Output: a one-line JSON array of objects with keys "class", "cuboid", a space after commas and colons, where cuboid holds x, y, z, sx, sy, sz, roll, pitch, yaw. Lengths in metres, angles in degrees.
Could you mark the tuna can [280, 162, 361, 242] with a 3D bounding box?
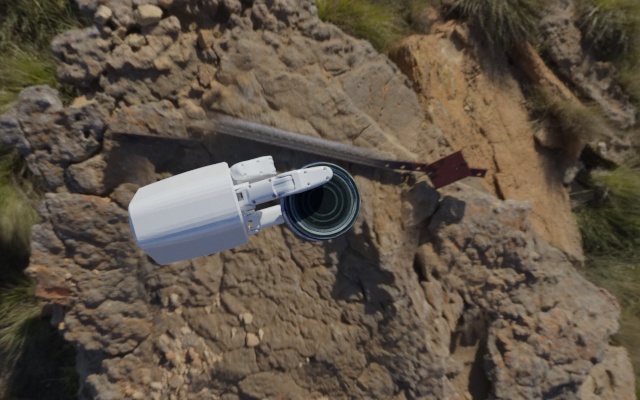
[{"class": "tuna can", "cuboid": [0.000, 0.002, 0.522, 0.086, 0.086, 0.034, 0, -6, -11]}]
